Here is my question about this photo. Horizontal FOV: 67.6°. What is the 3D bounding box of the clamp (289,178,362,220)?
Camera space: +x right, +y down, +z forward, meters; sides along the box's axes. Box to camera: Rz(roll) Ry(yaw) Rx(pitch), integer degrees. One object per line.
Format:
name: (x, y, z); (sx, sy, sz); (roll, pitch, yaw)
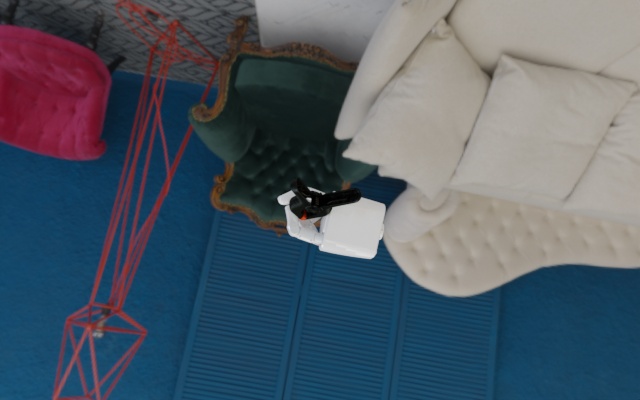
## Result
clamp: (0.000, 0.003, 0.845); (0.120, 0.039, 0.171); (12, -16, -5)
